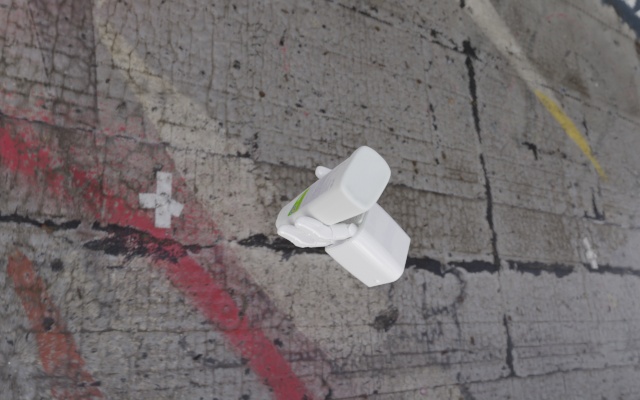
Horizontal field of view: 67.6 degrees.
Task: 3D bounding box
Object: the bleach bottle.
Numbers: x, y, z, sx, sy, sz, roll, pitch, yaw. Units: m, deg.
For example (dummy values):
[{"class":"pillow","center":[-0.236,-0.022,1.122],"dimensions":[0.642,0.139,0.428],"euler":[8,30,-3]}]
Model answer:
[{"class":"bleach bottle","center":[0.000,0.003,0.776],"dimensions":[0.068,0.102,0.251],"euler":[43,-34,-14]}]
